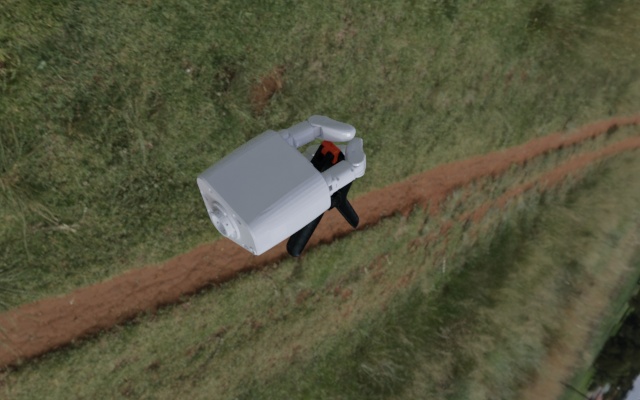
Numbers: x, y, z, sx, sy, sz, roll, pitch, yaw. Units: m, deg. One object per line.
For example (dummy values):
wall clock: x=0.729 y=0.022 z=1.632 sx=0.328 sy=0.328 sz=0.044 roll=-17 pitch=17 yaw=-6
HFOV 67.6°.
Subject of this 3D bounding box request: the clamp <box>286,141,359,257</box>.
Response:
clamp: x=0.001 y=0.002 z=0.631 sx=0.120 sy=0.172 sz=0.039 roll=-35 pitch=50 yaw=-25
